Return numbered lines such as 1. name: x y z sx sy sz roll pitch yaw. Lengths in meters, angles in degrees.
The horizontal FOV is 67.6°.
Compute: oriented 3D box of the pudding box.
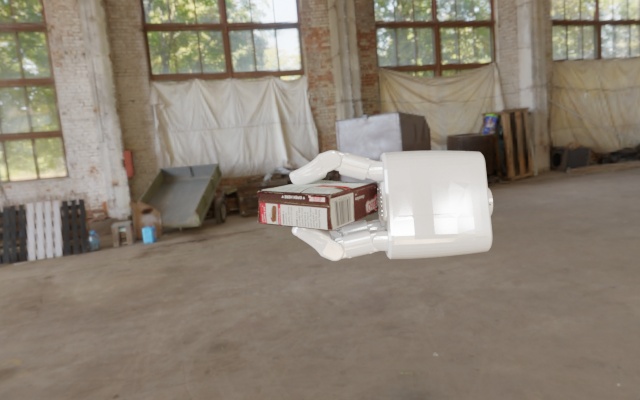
1. pudding box: 0.000 0.002 0.516 0.090 0.039 0.113 3 8 30
